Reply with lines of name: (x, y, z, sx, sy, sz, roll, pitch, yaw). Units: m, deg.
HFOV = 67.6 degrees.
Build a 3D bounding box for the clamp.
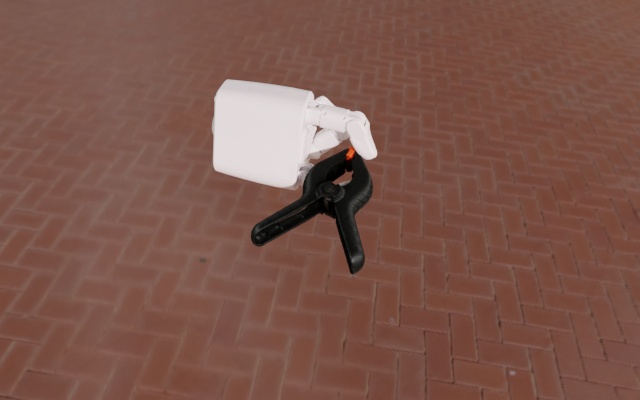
clamp: (0.000, 0.001, 0.524, 0.120, 0.039, 0.171, 12, 45, 6)
